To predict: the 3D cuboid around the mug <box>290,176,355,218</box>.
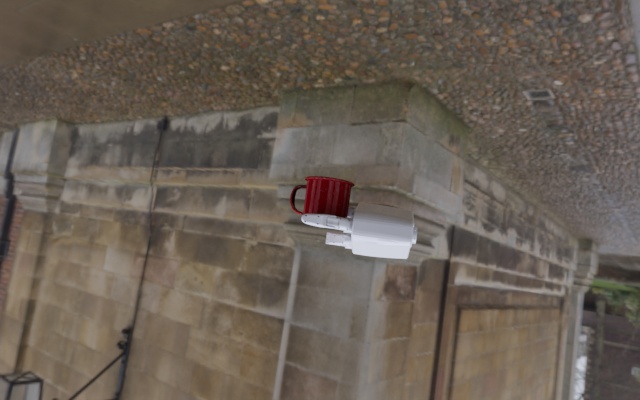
[{"bbox_3d":[-0.001,0.003,0.883,0.117,0.081,0.093,7,-6,10],"label":"mug"}]
